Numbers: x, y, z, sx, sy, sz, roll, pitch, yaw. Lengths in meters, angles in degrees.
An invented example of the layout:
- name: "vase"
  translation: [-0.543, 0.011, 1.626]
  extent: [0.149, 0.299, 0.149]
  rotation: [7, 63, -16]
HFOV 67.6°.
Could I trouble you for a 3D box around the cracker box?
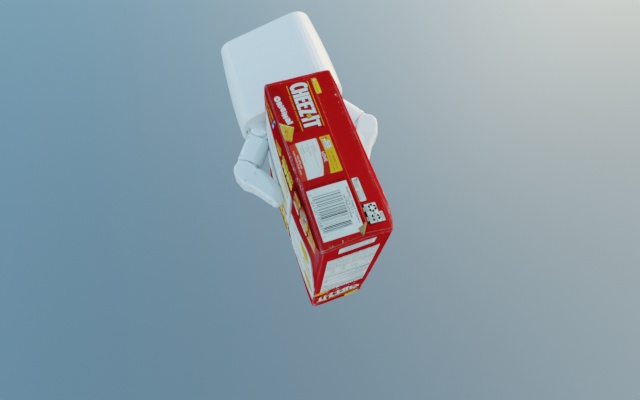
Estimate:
- name: "cracker box"
  translation: [0.000, 0.002, 0.489]
  extent: [0.072, 0.164, 0.214]
  rotation: [-16, -21, -10]
